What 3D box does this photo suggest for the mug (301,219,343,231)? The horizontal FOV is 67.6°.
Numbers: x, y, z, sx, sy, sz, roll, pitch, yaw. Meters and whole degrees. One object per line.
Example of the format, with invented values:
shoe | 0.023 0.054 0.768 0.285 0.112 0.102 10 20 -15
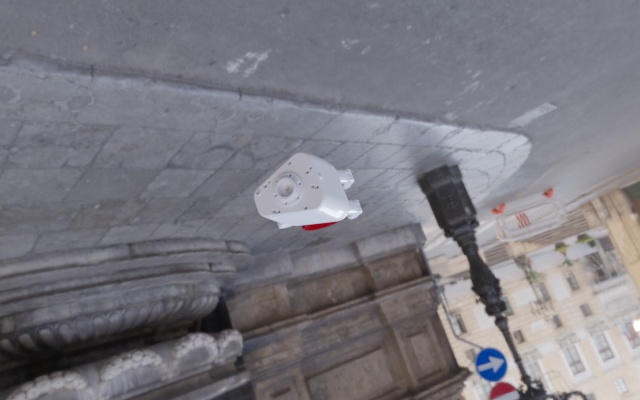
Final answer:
mug | 0.001 0.003 0.836 0.093 0.081 0.117 -24 -16 18
